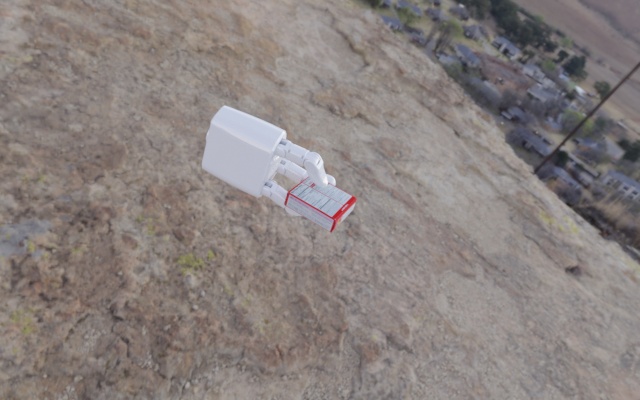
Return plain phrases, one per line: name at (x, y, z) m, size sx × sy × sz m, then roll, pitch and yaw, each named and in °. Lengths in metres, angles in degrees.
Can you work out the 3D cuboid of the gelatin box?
gelatin box at (0.001, 0.002, 0.740) m, size 0.089 × 0.030 × 0.073 m, roll 29°, pitch 39°, yaw 16°
